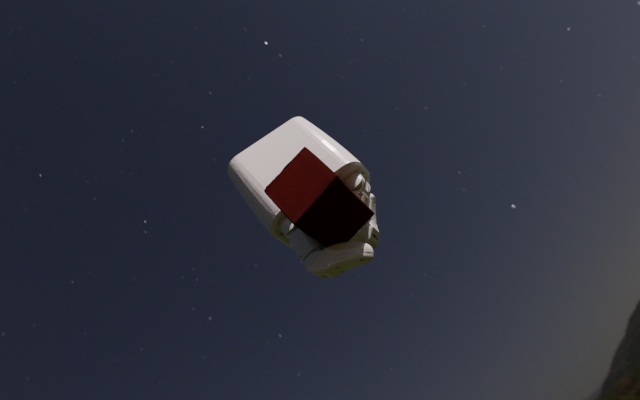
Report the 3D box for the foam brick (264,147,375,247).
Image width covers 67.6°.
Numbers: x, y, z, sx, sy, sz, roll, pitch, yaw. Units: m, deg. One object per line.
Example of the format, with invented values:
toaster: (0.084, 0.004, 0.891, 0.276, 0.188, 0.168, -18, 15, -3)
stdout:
foam brick: (0.000, 0.001, 0.413, 0.051, 0.053, 0.078, 46, 3, 37)
